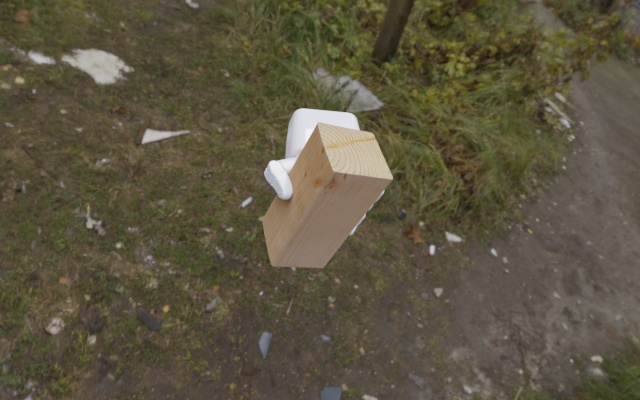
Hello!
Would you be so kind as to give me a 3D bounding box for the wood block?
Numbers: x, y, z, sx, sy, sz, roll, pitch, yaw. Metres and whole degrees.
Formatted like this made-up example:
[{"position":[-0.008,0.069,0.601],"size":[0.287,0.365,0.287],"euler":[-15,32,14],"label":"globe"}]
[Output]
[{"position":[0.000,0.002,0.672],"size":[0.091,0.090,0.206],"euler":[7,-43,-28],"label":"wood block"}]
